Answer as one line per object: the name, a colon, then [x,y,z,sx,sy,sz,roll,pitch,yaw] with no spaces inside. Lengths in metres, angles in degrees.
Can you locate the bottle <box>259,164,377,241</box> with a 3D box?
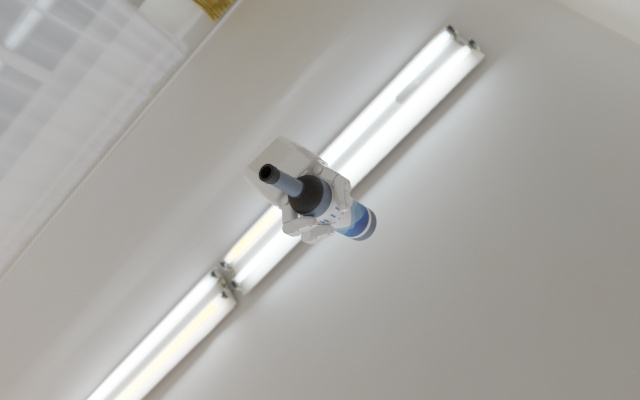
bottle: [0.000,0.003,0.792,0.069,0.069,0.296,0,-17,33]
